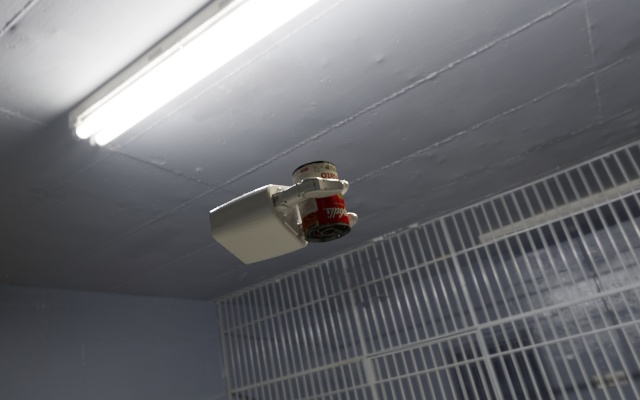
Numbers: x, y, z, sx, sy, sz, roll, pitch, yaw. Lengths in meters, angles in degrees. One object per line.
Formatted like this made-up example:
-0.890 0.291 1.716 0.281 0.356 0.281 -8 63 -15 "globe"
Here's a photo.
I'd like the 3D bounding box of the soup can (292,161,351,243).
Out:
0.000 0.002 0.694 0.068 0.102 0.068 -11 -23 -5 "soup can"
